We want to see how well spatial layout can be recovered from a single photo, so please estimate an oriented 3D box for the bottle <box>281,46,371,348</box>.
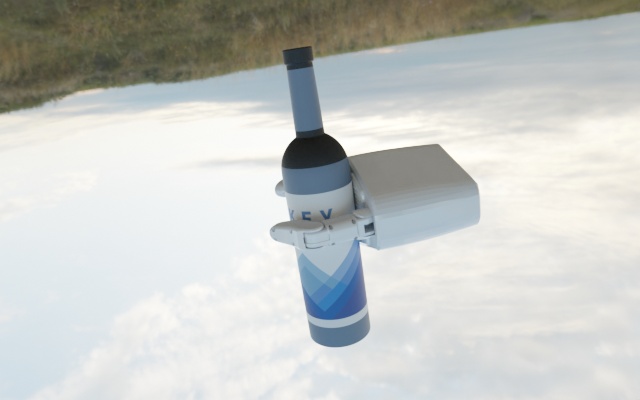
[{"bbox_3d":[0.000,0.002,0.474,0.069,0.296,0.069,-8,18,3],"label":"bottle"}]
